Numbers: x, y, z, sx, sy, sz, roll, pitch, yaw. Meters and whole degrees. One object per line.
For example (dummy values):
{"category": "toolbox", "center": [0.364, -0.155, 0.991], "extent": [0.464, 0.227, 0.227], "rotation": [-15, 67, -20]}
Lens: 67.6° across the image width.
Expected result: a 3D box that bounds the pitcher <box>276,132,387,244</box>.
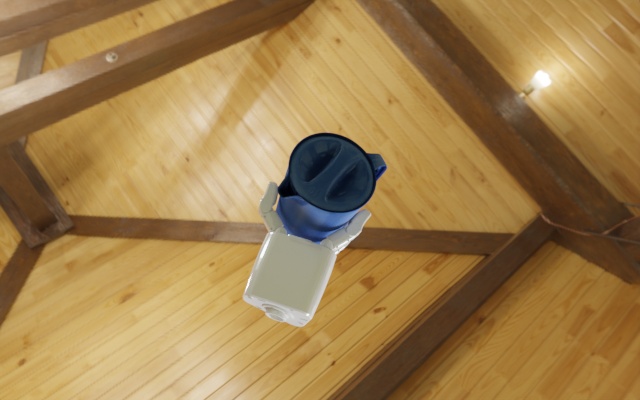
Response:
{"category": "pitcher", "center": [0.000, 0.003, 0.794], "extent": [0.149, 0.145, 0.243], "rotation": [22, -28, -5]}
